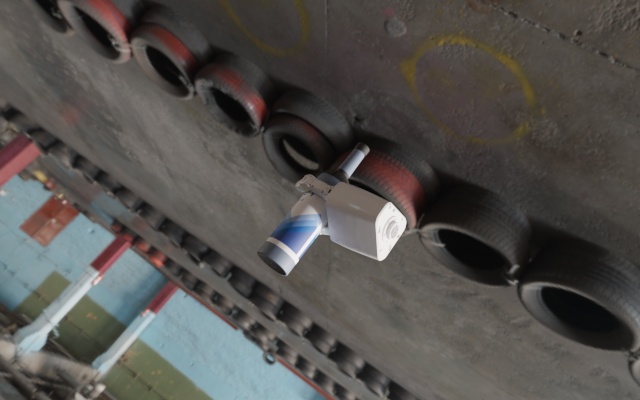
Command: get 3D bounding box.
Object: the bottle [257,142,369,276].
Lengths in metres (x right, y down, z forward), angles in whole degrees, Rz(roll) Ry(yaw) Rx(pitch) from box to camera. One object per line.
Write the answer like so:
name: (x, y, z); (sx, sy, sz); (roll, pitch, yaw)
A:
bottle: (0.000, 0.003, 0.883); (0.069, 0.295, 0.069); (32, -22, 15)
